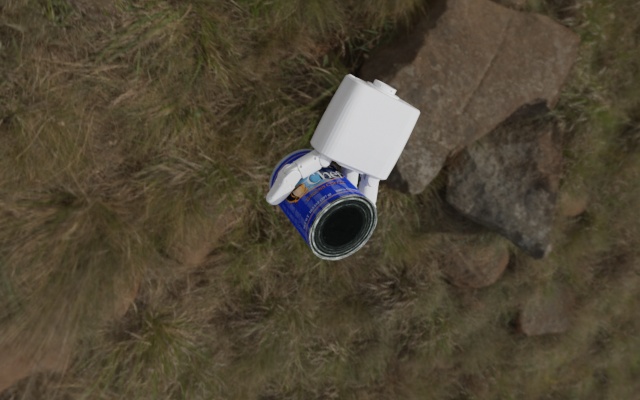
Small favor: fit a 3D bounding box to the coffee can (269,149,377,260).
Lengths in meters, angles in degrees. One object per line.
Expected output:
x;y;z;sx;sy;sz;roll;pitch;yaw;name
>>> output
0.000;0.002;0.677;0.103;0.103;0.140;0;30;-31;coffee can
